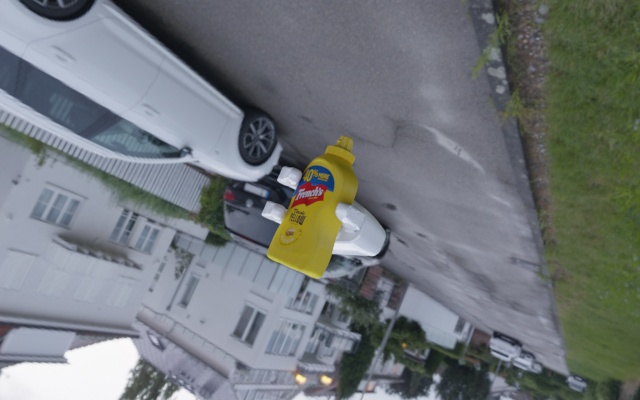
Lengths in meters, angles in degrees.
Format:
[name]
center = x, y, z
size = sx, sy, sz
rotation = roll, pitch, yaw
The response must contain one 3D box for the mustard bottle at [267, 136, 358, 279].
[mustard bottle]
center = 0.000, 0.002, 0.640
size = 0.058, 0.191, 0.096
rotation = 29, -10, -35
